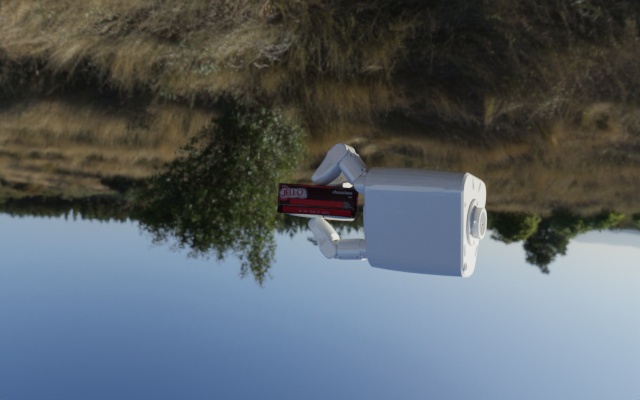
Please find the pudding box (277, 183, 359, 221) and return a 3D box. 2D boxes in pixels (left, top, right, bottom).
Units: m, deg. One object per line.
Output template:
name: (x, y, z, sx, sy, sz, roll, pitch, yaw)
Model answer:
pudding box: (0.000, 0.002, 0.579, 0.090, 0.039, 0.113, 5, -4, 4)
